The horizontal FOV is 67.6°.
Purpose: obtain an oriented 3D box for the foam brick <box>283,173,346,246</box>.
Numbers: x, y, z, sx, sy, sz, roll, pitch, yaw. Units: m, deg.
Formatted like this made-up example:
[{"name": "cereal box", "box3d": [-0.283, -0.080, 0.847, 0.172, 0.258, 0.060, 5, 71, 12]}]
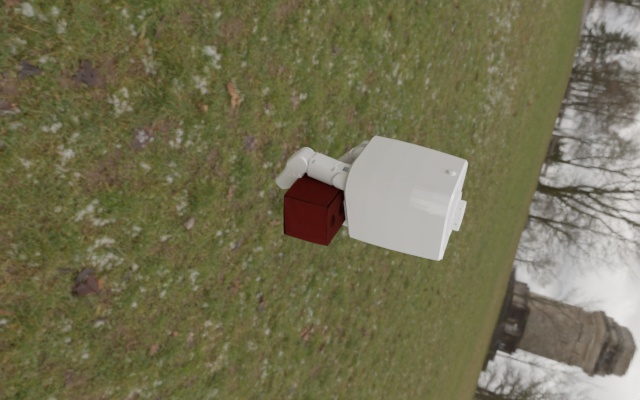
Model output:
[{"name": "foam brick", "box3d": [0.000, 0.002, 0.515, 0.051, 0.053, 0.078, 17, 40, 19]}]
